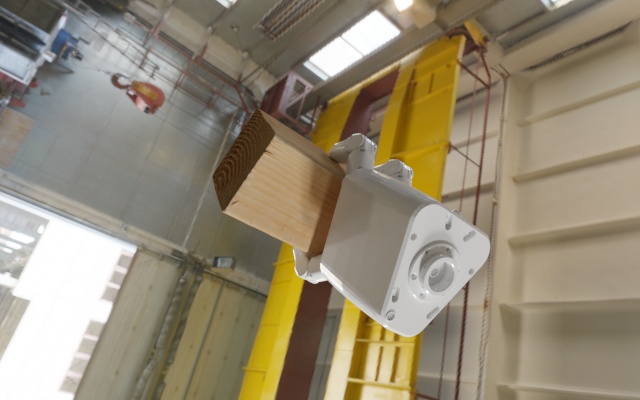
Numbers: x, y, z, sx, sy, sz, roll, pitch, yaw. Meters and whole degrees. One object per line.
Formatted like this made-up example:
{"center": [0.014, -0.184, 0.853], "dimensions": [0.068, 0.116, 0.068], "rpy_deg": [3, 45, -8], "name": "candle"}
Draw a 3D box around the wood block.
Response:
{"center": [0.000, 0.002, 0.512], "dimensions": [0.206, 0.091, 0.090], "rpy_deg": [30, 13, -29], "name": "wood block"}
